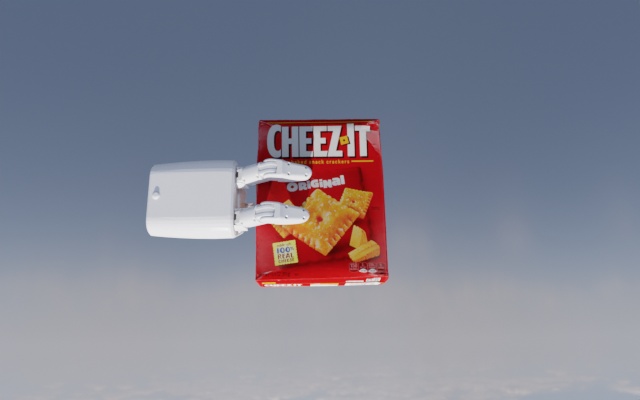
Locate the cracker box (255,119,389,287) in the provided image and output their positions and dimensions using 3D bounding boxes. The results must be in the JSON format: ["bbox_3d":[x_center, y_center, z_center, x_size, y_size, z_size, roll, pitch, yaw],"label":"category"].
[{"bbox_3d":[0.000,0.002,0.624,0.164,0.213,0.072,-1,-16,-1],"label":"cracker box"}]
